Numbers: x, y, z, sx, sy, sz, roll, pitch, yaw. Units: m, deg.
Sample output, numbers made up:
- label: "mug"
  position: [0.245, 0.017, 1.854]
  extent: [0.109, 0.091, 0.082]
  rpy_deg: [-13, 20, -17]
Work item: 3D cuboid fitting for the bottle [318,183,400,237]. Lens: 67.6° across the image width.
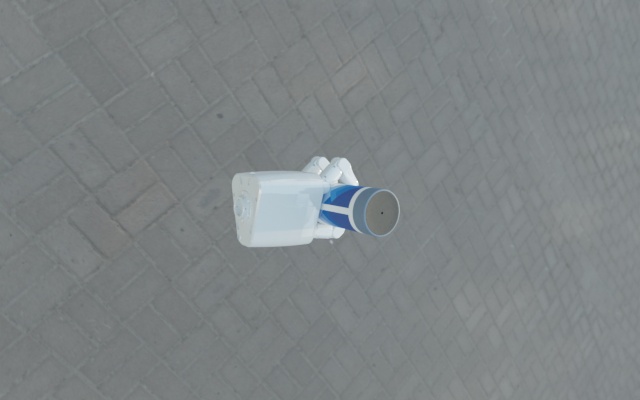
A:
- label: "bottle"
  position: [0.000, 0.003, 0.771]
  extent: [0.069, 0.069, 0.295]
  rpy_deg: [0, 6, -35]
